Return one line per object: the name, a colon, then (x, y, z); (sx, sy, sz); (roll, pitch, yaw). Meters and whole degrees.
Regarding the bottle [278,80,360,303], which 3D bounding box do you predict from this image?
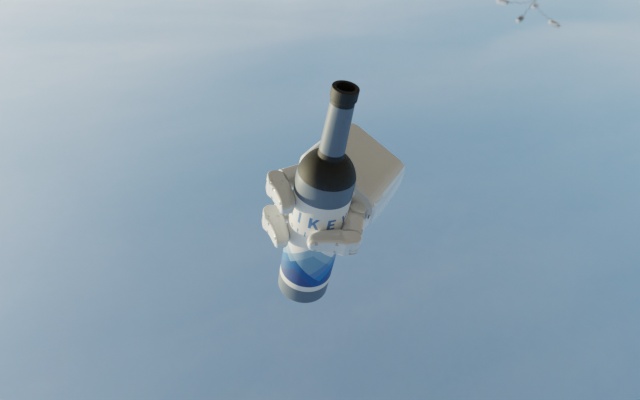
bottle: (0.000, 0.002, 0.547); (0.069, 0.296, 0.069); (7, 41, -6)
